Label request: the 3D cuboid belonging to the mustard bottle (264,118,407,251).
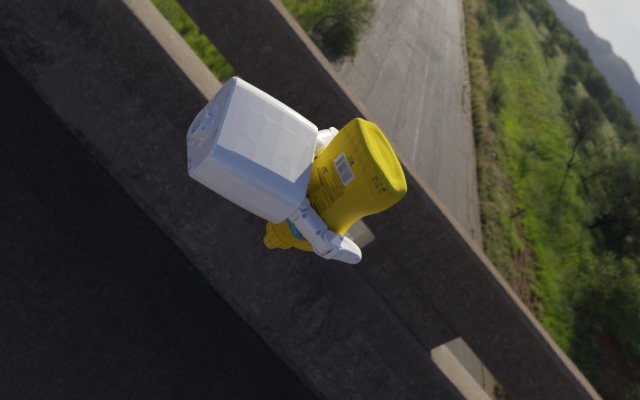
[{"bbox_3d":[0.001,0.002,0.532,0.192,0.096,0.058,-38,-28,32],"label":"mustard bottle"}]
